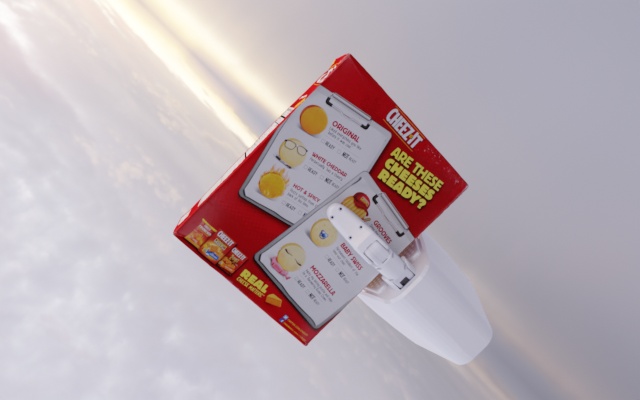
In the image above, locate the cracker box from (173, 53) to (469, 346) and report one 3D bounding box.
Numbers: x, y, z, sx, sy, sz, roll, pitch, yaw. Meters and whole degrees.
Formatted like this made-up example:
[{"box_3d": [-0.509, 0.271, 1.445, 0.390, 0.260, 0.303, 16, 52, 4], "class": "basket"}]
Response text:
[{"box_3d": [0.000, 0.002, 0.446, 0.164, 0.214, 0.072, 44, 2, -16], "class": "cracker box"}]
